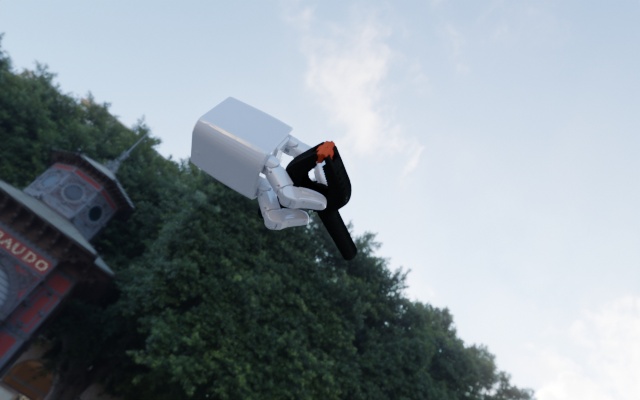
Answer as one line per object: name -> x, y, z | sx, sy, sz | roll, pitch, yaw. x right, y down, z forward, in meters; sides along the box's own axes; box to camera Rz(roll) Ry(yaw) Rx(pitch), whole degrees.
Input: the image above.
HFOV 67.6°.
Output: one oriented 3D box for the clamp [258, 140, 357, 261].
clamp -> 0.000, 0.001, 0.658 | 0.164, 0.036, 0.210 | 29, -36, 2
